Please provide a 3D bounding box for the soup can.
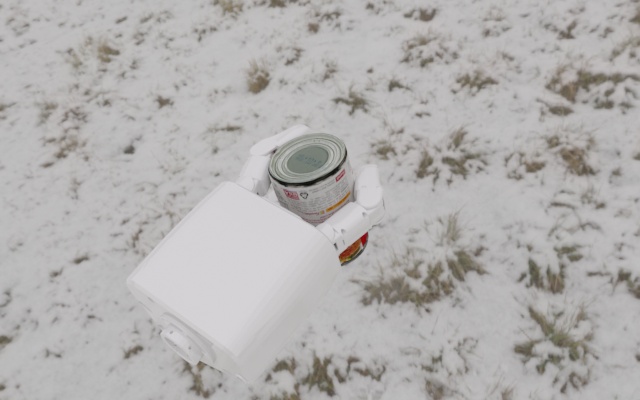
[{"bbox_3d":[0.000,0.001,0.417,0.068,0.102,0.068,-10,41,9],"label":"soup can"}]
